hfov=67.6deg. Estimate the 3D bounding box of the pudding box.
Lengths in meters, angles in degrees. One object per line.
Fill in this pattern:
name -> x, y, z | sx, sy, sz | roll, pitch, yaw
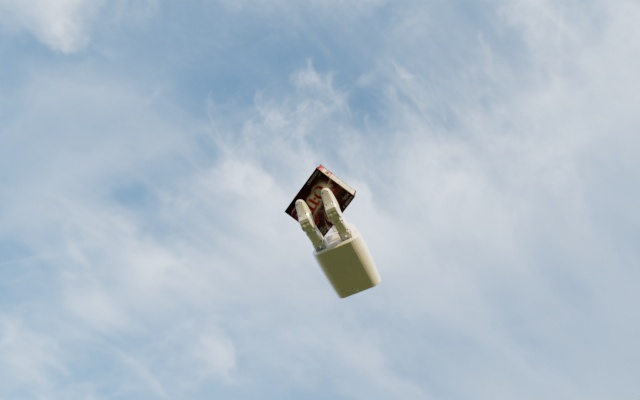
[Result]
pudding box -> 0.000, 0.003, 0.898 | 0.090, 0.113, 0.039 | 36, 18, -1
